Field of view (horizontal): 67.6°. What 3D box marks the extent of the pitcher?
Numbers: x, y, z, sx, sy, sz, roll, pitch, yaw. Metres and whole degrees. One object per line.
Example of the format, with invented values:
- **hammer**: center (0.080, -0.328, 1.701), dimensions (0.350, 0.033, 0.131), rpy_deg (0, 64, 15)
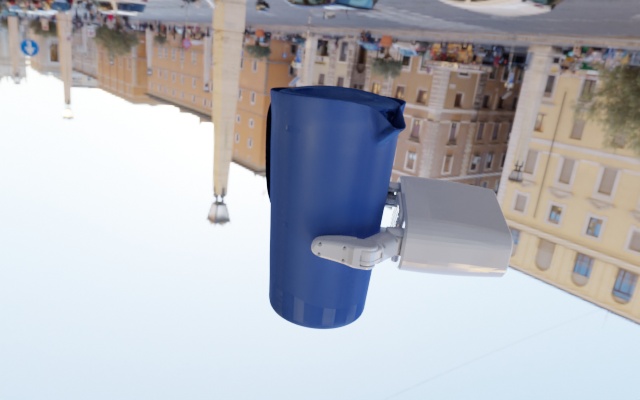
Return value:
- **pitcher**: center (0.000, 0.002, 0.508), dimensions (0.145, 0.243, 0.149), rpy_deg (6, 17, 1)
